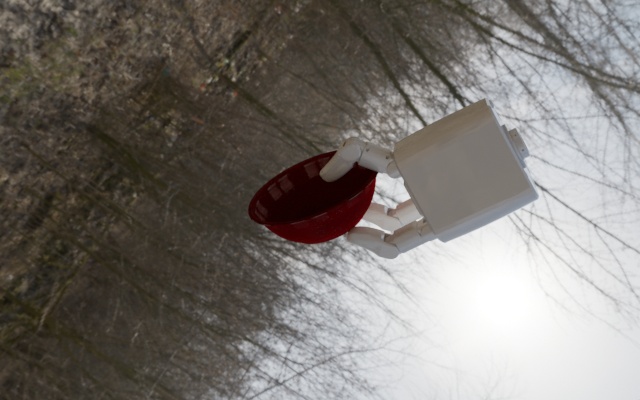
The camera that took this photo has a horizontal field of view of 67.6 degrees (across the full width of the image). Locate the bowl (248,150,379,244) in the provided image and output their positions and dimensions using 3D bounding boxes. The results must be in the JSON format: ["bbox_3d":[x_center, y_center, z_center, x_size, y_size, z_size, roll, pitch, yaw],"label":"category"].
[{"bbox_3d":[-0.001,0.002,0.556,0.162,0.055,0.162,-19,26,9],"label":"bowl"}]
